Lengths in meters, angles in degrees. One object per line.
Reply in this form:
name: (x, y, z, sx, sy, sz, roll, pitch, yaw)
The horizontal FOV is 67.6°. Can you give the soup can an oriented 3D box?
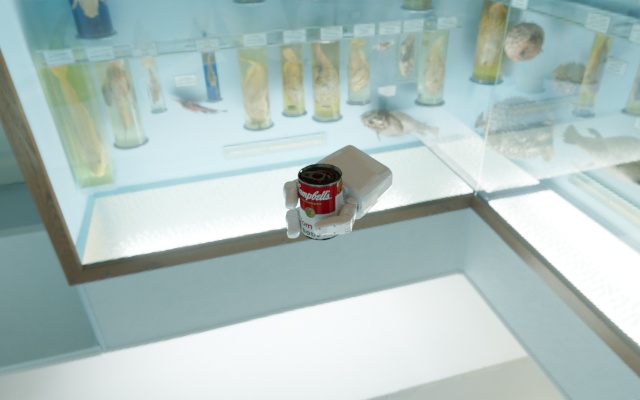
soup can: (0.000, 0.003, 0.743, 0.068, 0.102, 0.068, -1, 33, 1)
